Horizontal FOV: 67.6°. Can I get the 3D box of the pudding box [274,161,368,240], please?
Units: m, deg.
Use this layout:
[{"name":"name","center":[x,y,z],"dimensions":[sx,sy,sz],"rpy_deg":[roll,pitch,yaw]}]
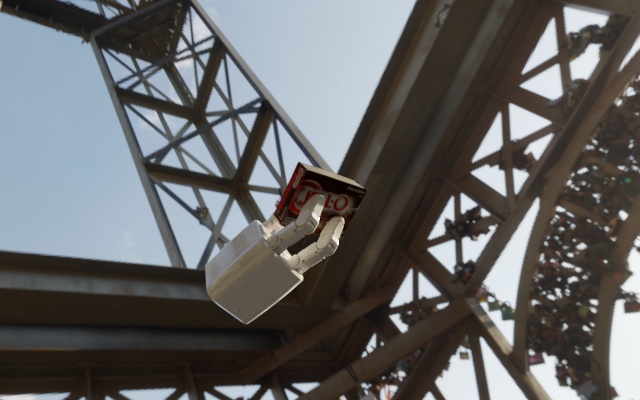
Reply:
[{"name":"pudding box","center":[0.000,0.002,0.697],"dimensions":[0.113,0.090,0.039],"rpy_deg":[15,20,-35]}]
